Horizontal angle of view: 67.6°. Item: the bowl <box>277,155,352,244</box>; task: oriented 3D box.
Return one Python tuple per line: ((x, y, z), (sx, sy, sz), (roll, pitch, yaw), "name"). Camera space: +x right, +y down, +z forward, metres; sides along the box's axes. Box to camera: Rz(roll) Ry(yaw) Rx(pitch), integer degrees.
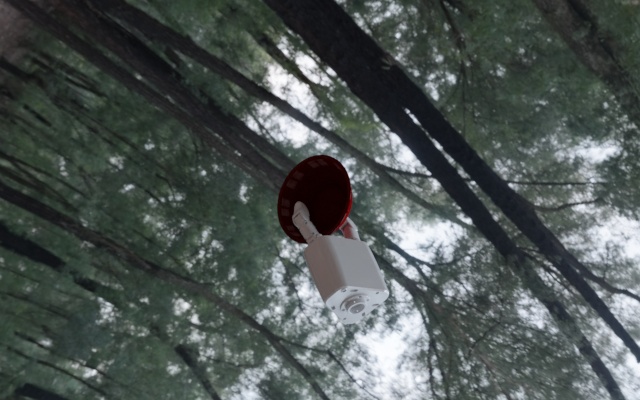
((0.000, 0.002, 0.856), (0.162, 0.162, 0.055), (0, -14, 37), "bowl")
